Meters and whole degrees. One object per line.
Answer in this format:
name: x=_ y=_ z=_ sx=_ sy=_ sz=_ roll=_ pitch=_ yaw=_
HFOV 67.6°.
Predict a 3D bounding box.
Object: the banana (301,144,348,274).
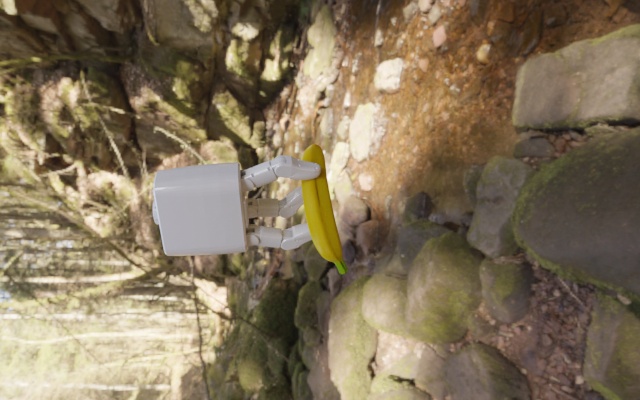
banana: x=-0.003 y=-0.002 z=0.634 sx=0.037 sy=0.197 sz=0.070 roll=-13 pitch=-25 yaw=5
